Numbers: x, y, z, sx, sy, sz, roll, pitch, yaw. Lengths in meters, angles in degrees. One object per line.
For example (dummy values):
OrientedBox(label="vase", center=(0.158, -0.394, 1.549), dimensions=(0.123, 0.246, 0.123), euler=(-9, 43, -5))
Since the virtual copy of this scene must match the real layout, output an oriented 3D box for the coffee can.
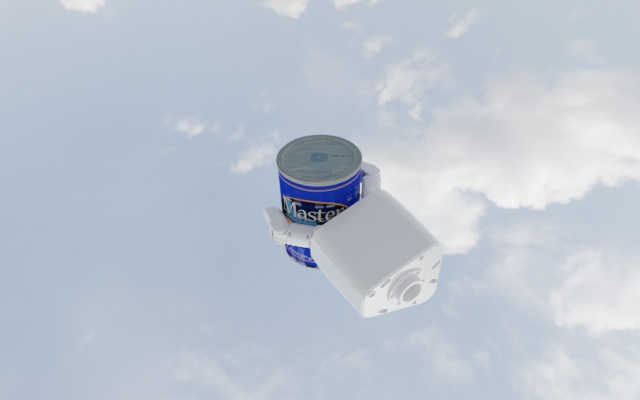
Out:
OrientedBox(label="coffee can", center=(0.000, 0.002, 0.610), dimensions=(0.103, 0.140, 0.102), euler=(-1, 39, 1))
